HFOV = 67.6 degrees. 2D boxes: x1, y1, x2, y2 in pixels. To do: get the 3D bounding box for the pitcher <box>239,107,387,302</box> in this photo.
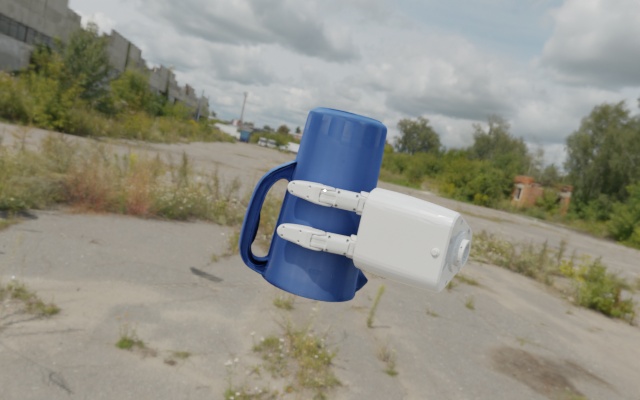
[{"bbox_3d":[0.000,0.002,0.642,0.145,0.243,0.149,17,7,30],"label":"pitcher"}]
